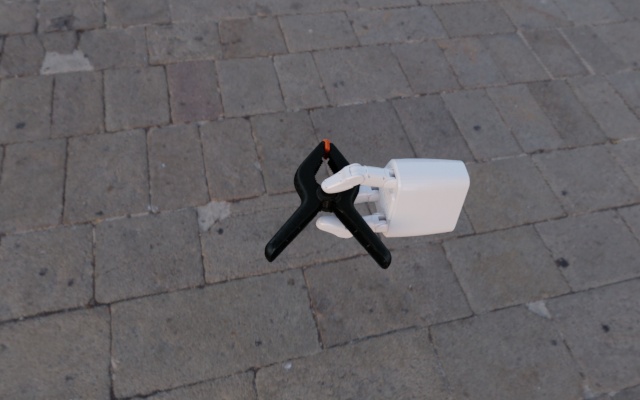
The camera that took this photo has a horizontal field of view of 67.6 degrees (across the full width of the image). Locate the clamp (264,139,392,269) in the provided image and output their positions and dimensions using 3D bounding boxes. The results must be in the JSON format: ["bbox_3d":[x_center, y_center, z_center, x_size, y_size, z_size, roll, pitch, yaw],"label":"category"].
[{"bbox_3d":[0.000,0.001,0.660,0.164,0.209,0.036,-1,-35,-12],"label":"clamp"}]
